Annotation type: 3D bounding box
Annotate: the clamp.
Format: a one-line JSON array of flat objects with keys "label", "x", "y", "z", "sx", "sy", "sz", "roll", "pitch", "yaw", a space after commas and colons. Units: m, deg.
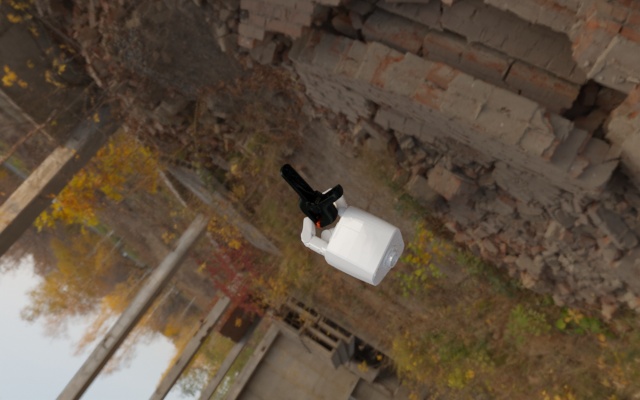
[{"label": "clamp", "x": 0.000, "y": 0.003, "z": 0.868, "sx": 0.120, "sy": 0.039, "sz": 0.172, "roll": 25, "pitch": -21, "yaw": 30}]
